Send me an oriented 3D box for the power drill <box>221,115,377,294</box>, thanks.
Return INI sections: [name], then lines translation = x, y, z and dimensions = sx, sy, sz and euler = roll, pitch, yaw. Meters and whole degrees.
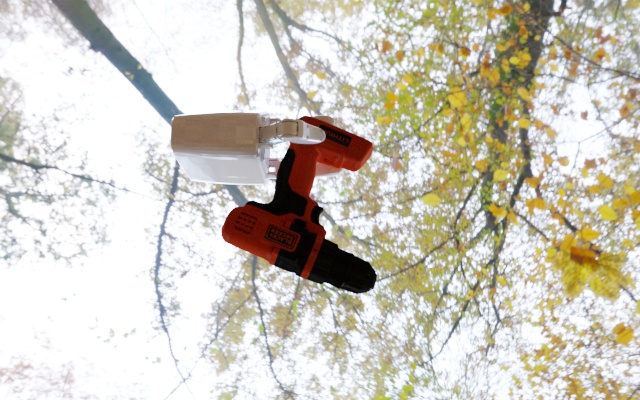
[power drill]
translation = 0.000, 0.001, 0.568
dimensions = 0.184, 0.187, 0.057
euler = 23, -27, -2
